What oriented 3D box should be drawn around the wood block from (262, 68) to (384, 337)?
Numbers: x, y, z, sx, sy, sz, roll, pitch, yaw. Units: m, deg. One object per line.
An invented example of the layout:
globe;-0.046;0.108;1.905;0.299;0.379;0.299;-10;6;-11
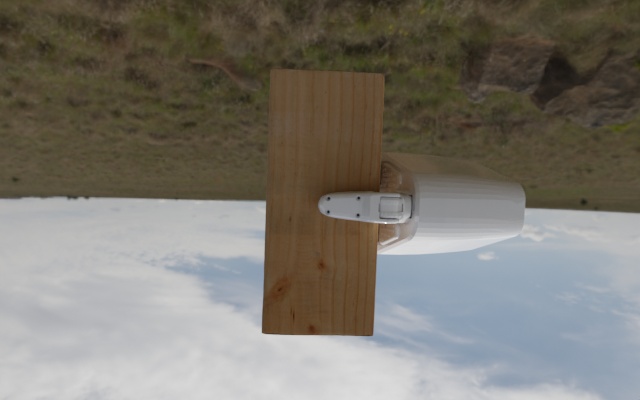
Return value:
wood block;0.000;0.002;0.411;0.090;0.206;0.091;2;1;-2
